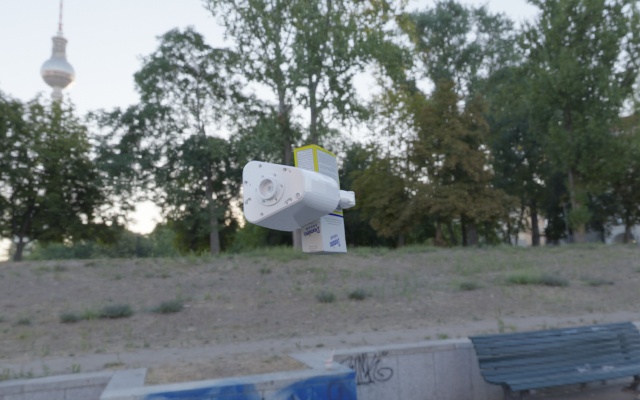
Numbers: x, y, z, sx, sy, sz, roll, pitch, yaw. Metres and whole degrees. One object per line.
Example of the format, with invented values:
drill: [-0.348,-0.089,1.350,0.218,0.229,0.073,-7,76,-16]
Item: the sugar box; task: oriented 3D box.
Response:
sugar box: [0.000,0.003,0.806,0.048,0.176,0.093,-8,-11,26]
